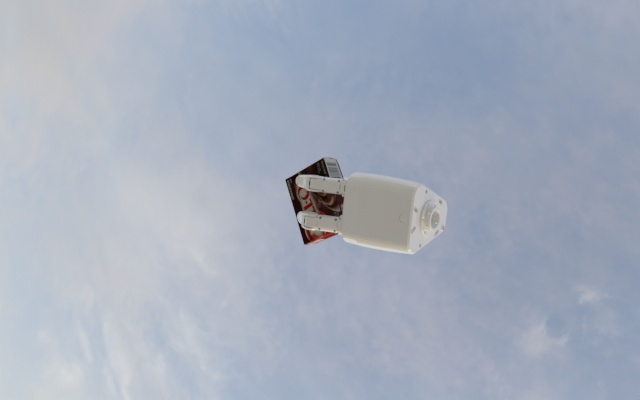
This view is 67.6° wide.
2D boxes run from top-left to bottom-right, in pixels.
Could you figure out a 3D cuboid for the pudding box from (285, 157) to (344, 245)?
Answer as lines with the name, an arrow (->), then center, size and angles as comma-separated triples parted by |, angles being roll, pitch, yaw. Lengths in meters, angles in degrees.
pudding box -> 0.000, 0.002, 0.733 | 0.090, 0.113, 0.039 | -26, -17, 39
